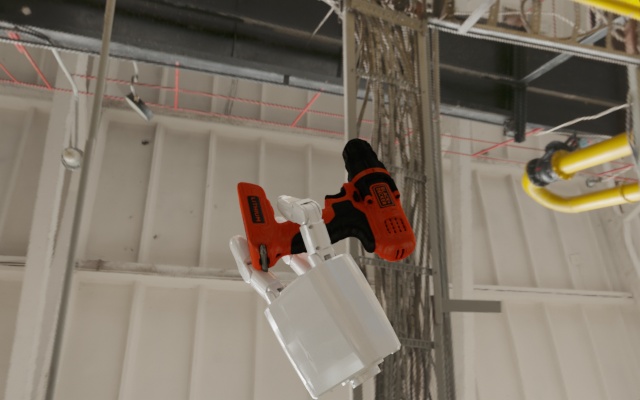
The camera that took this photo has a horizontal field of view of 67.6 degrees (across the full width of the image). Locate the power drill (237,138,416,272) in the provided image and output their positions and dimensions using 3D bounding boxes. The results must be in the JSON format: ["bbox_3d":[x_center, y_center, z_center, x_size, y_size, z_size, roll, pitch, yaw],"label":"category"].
[{"bbox_3d":[0.000,0.002,0.565,0.187,0.184,0.057,-11,-42,-9],"label":"power drill"}]
